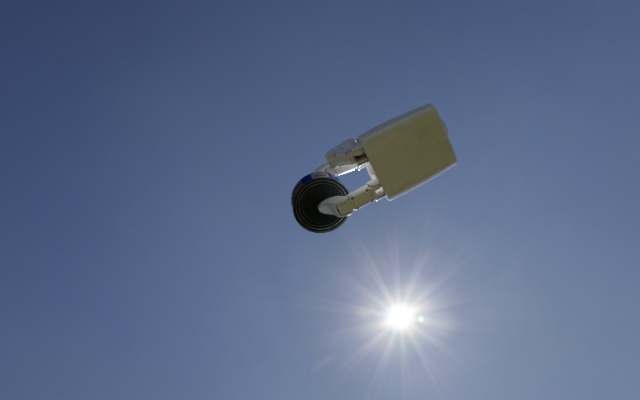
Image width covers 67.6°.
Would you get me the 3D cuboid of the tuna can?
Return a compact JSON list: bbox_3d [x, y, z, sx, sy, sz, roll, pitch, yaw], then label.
[{"bbox_3d":[0.000,0.002,0.698,0.086,0.086,0.033,0,21,-10],"label":"tuna can"}]
